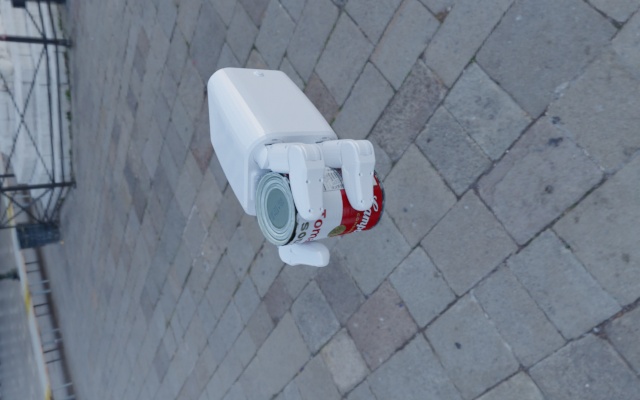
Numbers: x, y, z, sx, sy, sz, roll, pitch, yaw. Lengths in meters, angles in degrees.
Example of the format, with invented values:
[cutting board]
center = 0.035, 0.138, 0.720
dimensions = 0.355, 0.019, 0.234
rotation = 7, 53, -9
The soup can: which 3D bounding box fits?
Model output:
[soup can]
center = 0.000, 0.002, 0.439
dimensions = 0.102, 0.068, 0.068
rotation = -8, 5, -37
